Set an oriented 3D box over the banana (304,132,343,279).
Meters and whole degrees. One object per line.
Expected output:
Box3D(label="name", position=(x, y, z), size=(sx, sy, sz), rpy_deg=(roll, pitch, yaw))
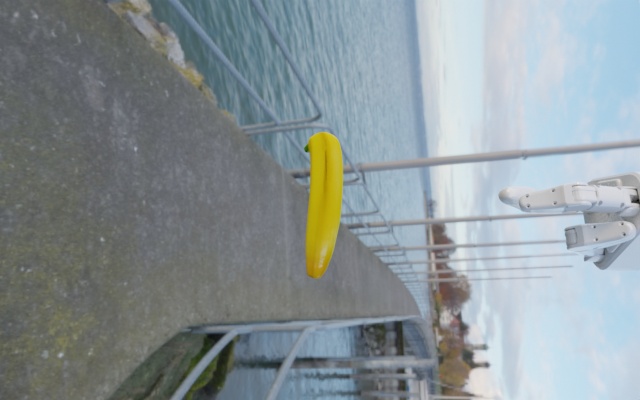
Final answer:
Box3D(label="banana", position=(0.003, -0.013, 0.523), size=(0.037, 0.197, 0.070), rpy_deg=(6, -41, -8))
